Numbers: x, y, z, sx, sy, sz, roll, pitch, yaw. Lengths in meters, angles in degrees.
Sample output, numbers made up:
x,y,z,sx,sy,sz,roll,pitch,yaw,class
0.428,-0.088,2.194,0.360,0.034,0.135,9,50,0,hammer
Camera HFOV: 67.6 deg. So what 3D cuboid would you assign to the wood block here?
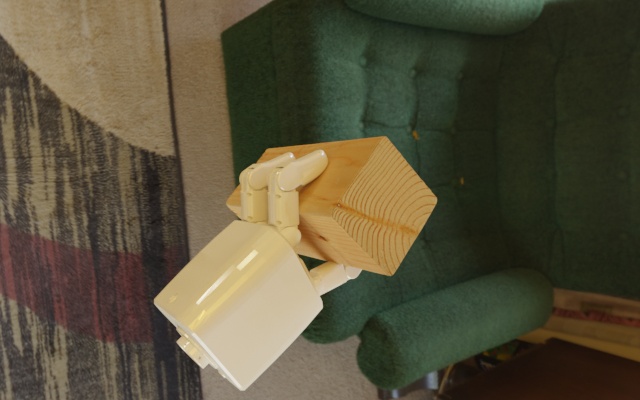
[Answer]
x,y,z,sx,sy,sz,roll,pitch,yaw,class
0.000,0.002,0.492,0.091,0.090,0.206,46,-22,-28,wood block
